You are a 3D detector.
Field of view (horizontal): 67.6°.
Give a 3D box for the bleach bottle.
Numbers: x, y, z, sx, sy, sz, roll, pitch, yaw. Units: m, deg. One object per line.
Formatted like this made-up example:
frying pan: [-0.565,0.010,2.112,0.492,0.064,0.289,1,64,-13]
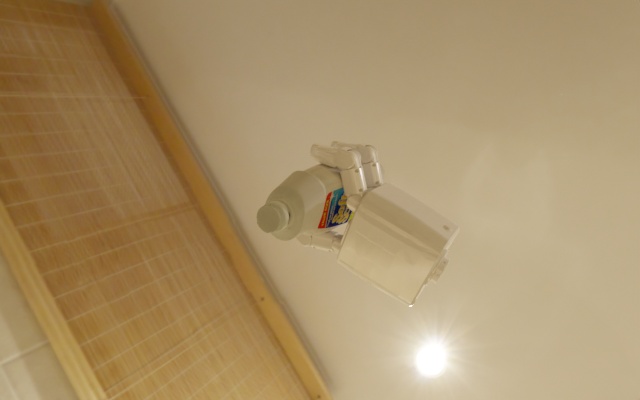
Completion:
bleach bottle: [0.000,0.002,0.586,0.068,0.103,0.251,32,23,17]
